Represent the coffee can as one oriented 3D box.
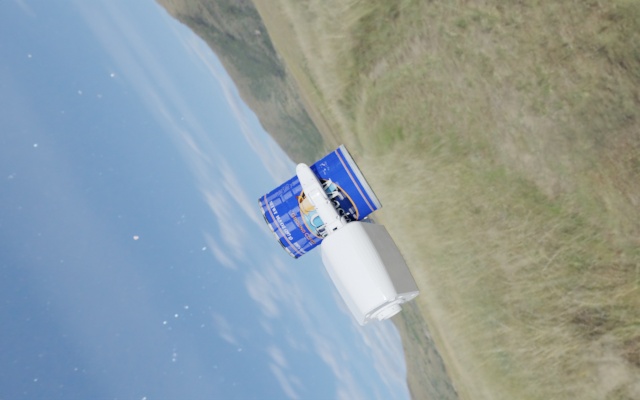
[{"bbox_3d":[0.000,0.002,0.666,0.140,0.103,0.103,-32,-4,7],"label":"coffee can"}]
